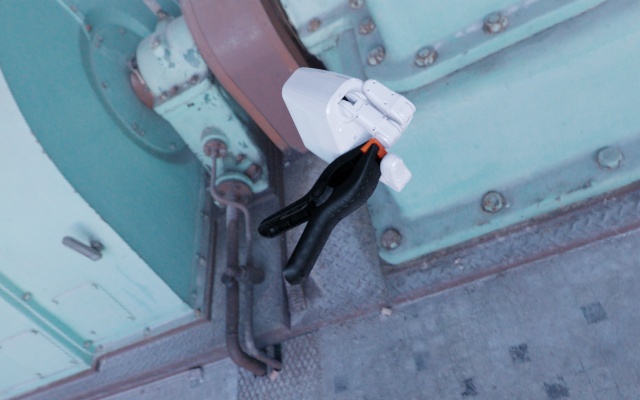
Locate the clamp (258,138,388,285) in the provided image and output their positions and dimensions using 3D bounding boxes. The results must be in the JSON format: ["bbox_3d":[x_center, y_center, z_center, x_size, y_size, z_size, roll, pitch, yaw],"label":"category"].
[{"bbox_3d":[0.000,0.001,0.516,0.039,0.171,0.120,47,-9,-37],"label":"clamp"}]
